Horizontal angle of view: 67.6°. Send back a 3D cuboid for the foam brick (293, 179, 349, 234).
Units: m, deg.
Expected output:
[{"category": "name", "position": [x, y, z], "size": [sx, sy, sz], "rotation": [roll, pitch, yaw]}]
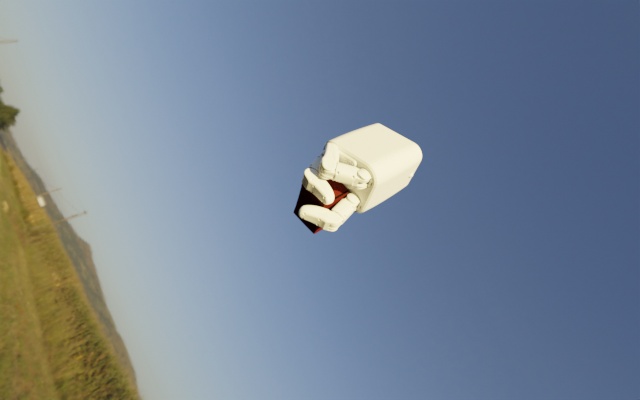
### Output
[{"category": "foam brick", "position": [0.000, 0.003, 0.727], "size": [0.051, 0.053, 0.078], "rotation": [-29, -25, -33]}]
